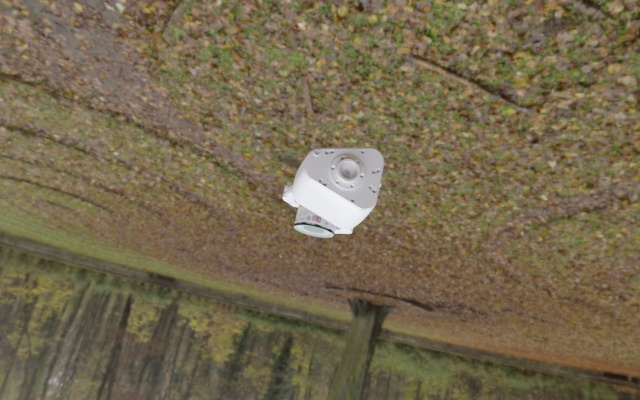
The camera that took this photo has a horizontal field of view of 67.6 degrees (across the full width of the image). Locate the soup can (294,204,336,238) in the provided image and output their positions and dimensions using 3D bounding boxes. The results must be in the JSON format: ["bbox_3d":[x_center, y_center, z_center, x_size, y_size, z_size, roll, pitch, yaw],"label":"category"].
[{"bbox_3d":[0.000,0.003,0.781,0.068,0.102,0.068,12,-17,4],"label":"soup can"}]
